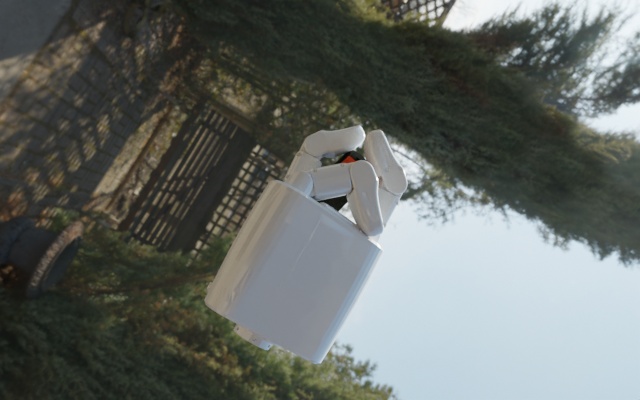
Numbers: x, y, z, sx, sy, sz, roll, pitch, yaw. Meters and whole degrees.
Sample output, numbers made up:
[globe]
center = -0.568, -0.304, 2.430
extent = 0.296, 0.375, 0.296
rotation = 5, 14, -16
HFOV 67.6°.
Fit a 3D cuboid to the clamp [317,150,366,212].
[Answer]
[clamp]
center = 0.001, 0.002, 0.478
extent = 0.039, 0.120, 0.171
rotation = 31, -12, -5
